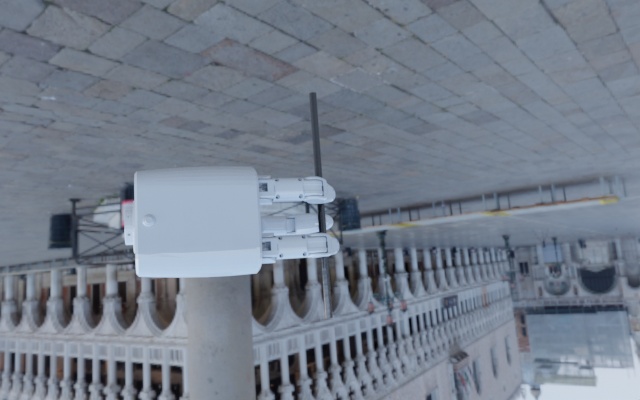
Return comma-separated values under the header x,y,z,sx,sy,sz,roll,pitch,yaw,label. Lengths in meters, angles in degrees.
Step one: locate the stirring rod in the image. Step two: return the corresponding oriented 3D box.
x,y,z,sx,sy,sz,roll,pitch,yaw,label
0.000,0.002,0.506,0.011,0.239,0.011,-4,-8,-1,stirring rod
